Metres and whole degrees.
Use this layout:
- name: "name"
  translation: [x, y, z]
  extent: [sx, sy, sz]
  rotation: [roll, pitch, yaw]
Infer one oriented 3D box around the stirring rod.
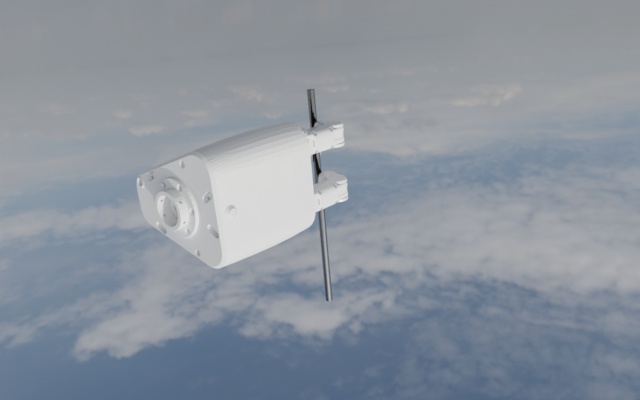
- name: "stirring rod"
  translation: [0.000, 0.002, 0.520]
  extent: [0.011, 0.240, 0.011]
  rotation: [-5, 18, 1]
